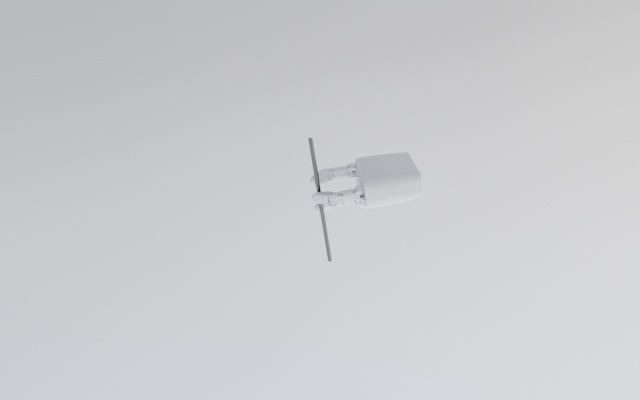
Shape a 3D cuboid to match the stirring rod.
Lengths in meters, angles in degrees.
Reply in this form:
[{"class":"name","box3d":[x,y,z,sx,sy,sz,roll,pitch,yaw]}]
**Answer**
[{"class":"stirring rod","box3d":[0.000,0.003,0.886,0.011,0.239,0.011,-8,17,3]}]
